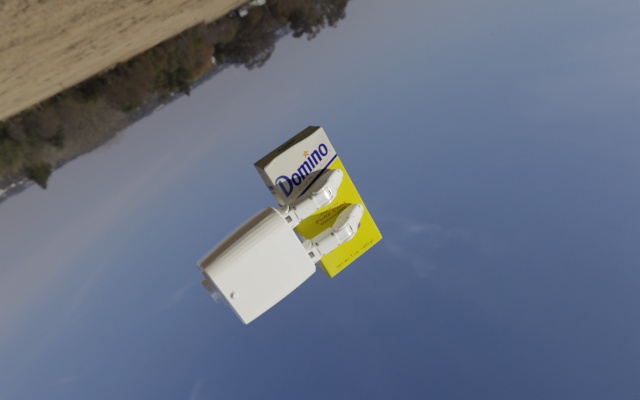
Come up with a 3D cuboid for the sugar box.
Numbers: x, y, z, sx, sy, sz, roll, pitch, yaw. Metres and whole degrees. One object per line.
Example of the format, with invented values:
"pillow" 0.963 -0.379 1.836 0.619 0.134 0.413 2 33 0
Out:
"sugar box" 0.000 0.002 0.618 0.093 0.176 0.048 -37 24 -15
